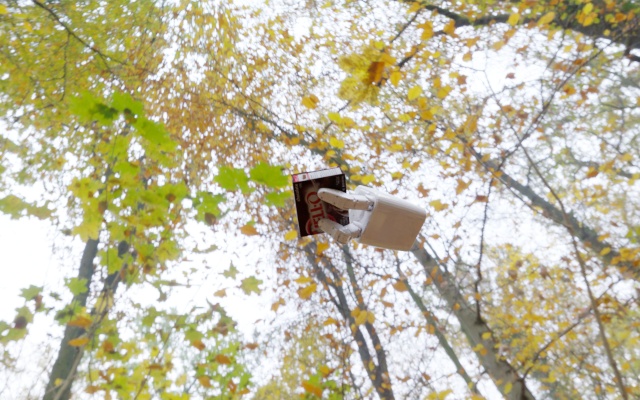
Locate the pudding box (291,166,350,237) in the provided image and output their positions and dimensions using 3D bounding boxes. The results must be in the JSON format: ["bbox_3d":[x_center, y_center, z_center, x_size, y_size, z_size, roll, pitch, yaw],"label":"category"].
[{"bbox_3d":[0.000,0.003,0.822,0.090,0.113,0.039,-11,28,-6],"label":"pudding box"}]
